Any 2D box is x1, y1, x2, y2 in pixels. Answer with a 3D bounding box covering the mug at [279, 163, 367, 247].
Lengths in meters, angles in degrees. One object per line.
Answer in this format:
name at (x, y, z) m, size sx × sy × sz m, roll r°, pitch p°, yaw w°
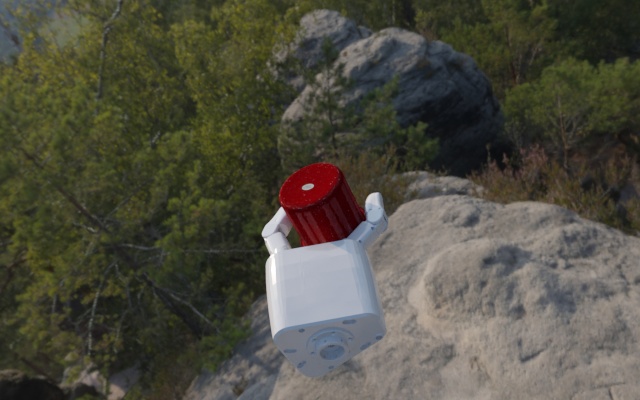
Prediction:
mug at (0.000, 0.001, 0.588) m, size 0.093 × 0.081 × 0.117 m, roll -23°, pitch 38°, yaw 7°
